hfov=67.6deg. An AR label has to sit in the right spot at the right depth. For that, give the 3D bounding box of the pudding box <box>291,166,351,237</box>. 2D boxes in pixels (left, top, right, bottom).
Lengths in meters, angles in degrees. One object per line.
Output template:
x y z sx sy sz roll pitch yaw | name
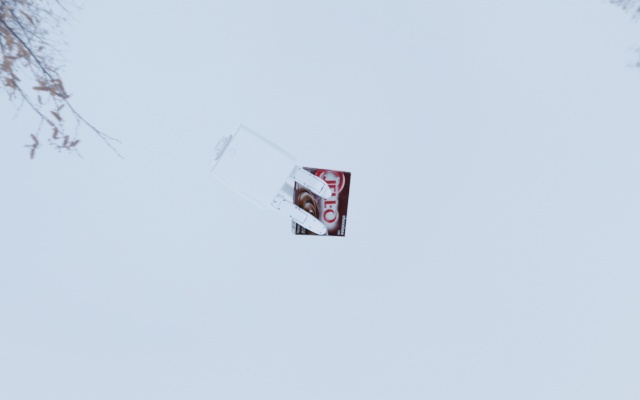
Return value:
0.000 0.003 0.802 0.090 0.113 0.039 4 7 -18 | pudding box
